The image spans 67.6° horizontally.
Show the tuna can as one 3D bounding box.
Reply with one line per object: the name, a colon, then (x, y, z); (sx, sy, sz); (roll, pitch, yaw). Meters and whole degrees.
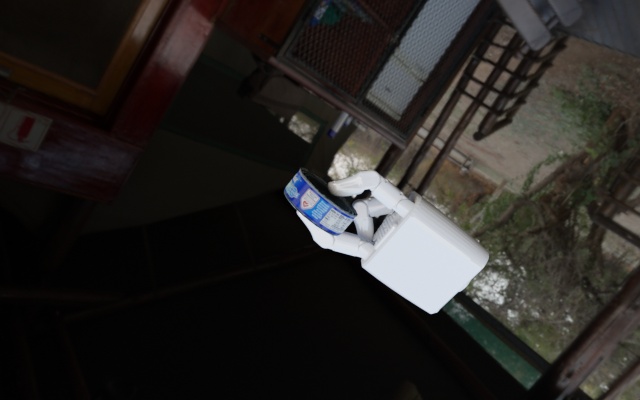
tuna can: (0.000, 0.002, 0.553); (0.086, 0.034, 0.086); (38, 11, -9)
